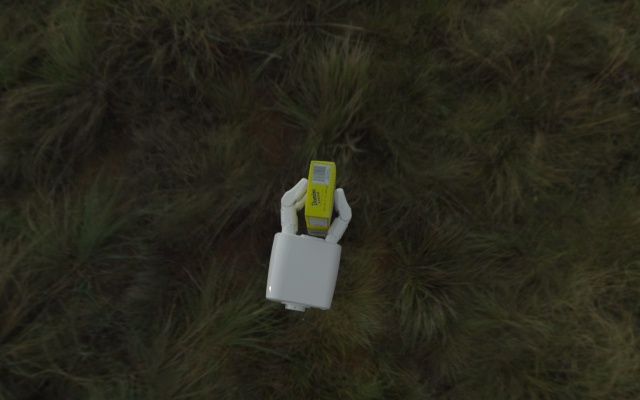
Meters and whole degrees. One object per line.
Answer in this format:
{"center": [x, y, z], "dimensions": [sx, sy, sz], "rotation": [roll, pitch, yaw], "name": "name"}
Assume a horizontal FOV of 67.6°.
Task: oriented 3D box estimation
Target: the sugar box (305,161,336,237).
{"center": [0.000, 0.003, 0.825], "dimensions": [0.048, 0.093, 0.176], "rotation": [7, -14, 0], "name": "sugar box"}
